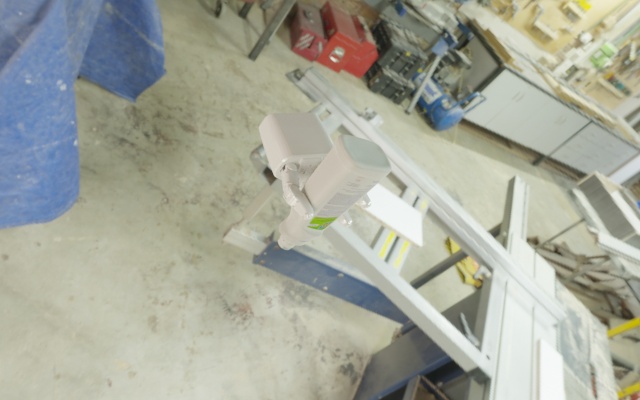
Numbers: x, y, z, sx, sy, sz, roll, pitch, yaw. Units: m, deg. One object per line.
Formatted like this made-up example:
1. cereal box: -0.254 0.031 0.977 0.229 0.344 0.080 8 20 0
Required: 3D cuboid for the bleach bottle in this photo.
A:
1. bleach bottle: 0.000 0.003 0.784 0.102 0.068 0.251 7 -41 -41
